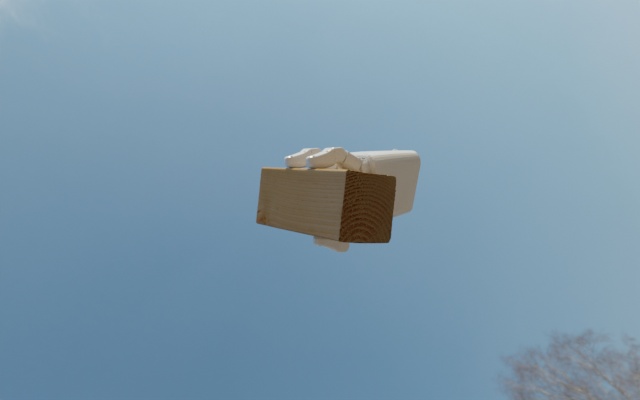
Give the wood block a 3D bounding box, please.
[{"bbox_3d":[0.000,0.003,0.682,0.090,0.091,0.206,5,1,-37],"label":"wood block"}]
